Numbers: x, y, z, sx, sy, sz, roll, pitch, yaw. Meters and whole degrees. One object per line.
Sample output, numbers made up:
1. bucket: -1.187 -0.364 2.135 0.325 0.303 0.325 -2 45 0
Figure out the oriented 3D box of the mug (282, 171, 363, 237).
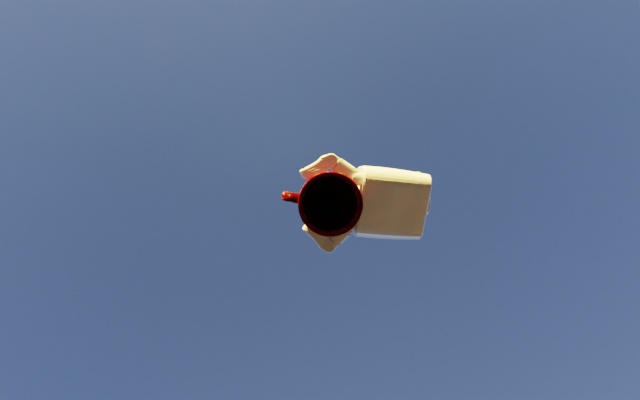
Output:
1. mug: -0.001 0.002 0.715 0.117 0.093 0.081 7 2 -4
